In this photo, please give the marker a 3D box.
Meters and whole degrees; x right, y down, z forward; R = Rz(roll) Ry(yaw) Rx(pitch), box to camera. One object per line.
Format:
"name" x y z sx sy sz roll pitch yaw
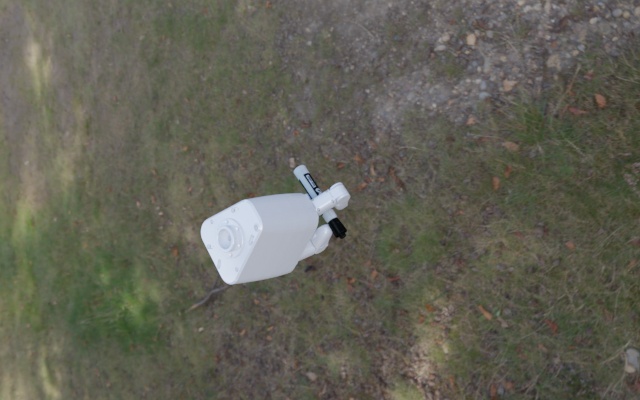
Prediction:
"marker" 0.000 0.002 0.664 0.020 0.121 0.020 -28 -21 -12
